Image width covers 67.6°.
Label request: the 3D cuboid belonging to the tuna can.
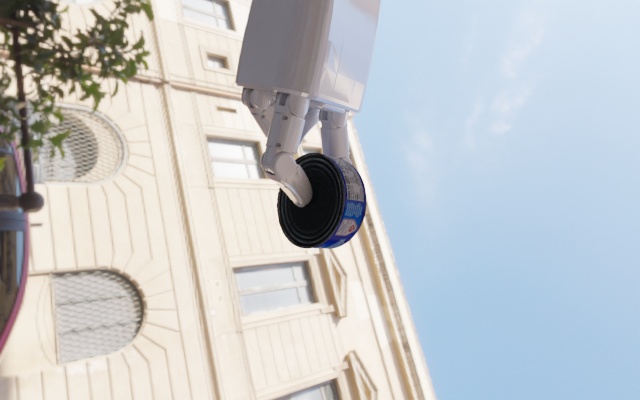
[{"bbox_3d":[0.000,0.002,0.434,0.086,0.086,0.034,0,-6,45],"label":"tuna can"}]
